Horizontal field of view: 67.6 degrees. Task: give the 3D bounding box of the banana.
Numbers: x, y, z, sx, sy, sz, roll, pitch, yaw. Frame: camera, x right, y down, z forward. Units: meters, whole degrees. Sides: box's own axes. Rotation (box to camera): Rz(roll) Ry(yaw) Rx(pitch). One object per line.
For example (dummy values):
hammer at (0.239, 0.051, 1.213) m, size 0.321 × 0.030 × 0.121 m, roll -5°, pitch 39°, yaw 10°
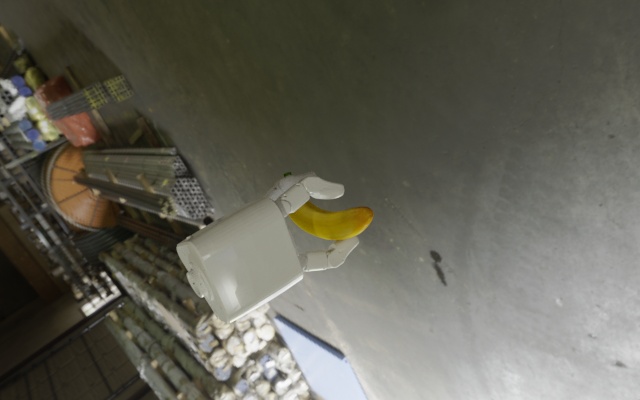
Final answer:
banana at (0.000, 0.018, 0.640) m, size 0.037 × 0.070 × 0.197 m, roll -23°, pitch 28°, yaw -30°
